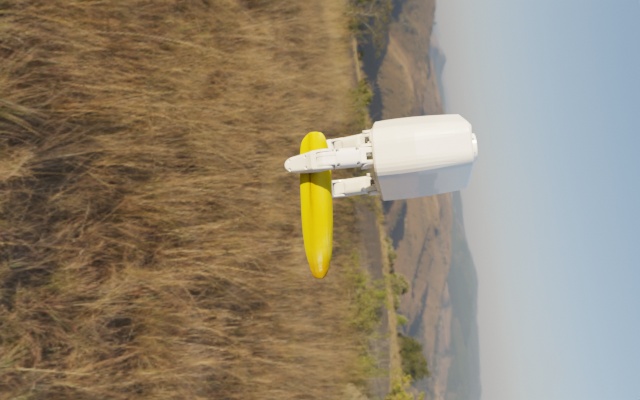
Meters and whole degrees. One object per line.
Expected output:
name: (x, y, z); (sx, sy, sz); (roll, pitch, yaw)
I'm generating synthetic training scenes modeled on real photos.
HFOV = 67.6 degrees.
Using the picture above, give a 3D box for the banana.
banana: (-0.003, -0.009, 0.572); (0.037, 0.197, 0.070); (-6, -26, 8)
